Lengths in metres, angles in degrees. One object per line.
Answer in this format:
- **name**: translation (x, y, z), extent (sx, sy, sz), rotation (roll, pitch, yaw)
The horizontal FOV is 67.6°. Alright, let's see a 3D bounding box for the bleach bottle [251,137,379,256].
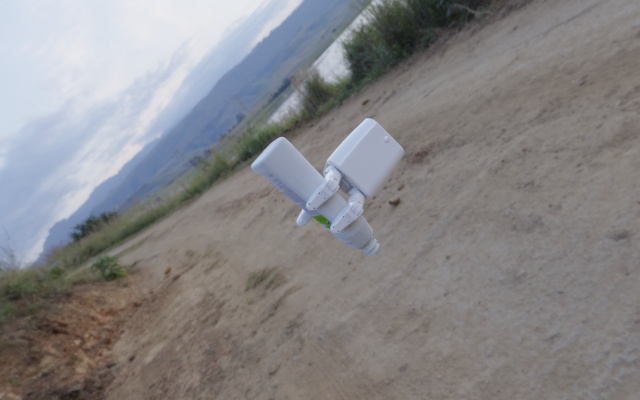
- **bleach bottle**: translation (0.000, 0.003, 0.810), extent (0.251, 0.068, 0.102), rotation (43, -12, -13)
